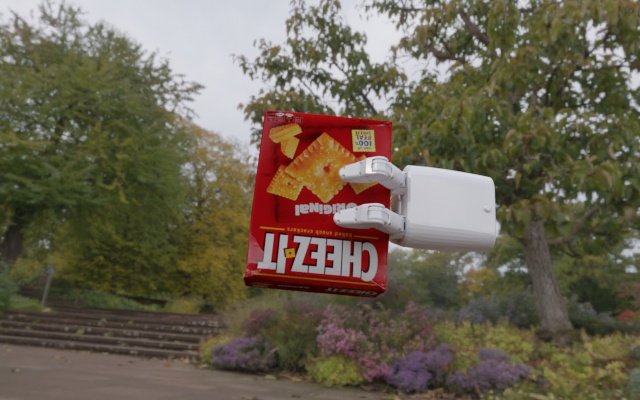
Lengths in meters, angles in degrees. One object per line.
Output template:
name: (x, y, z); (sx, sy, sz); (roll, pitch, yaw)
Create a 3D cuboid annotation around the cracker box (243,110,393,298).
cracker box: (0.000, 0.002, 0.585); (0.164, 0.213, 0.072); (6, -18, -3)
